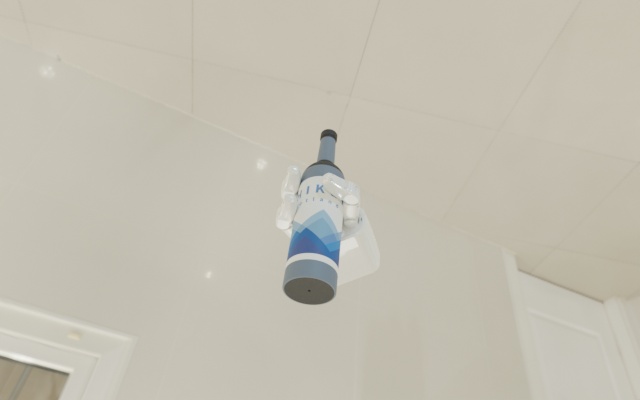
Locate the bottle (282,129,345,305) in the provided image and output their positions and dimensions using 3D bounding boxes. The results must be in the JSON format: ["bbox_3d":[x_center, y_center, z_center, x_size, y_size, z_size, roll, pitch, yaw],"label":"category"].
[{"bbox_3d":[0.000,0.002,0.678,0.069,0.295,0.069,4,-42,4],"label":"bottle"}]
